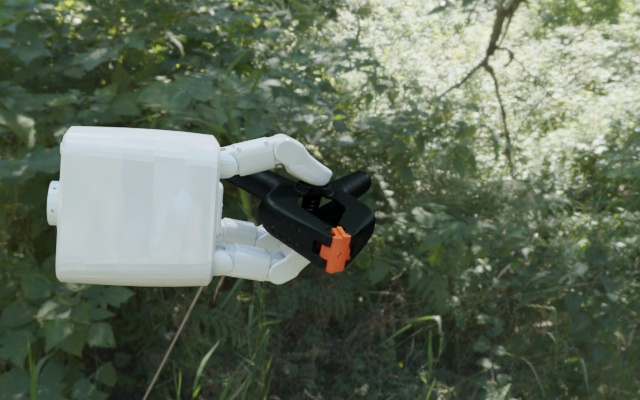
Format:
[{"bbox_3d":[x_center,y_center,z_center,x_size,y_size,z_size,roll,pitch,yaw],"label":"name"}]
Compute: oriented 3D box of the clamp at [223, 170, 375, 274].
[{"bbox_3d":[0.000,0.001,0.418,0.164,0.036,0.210,3,19,-21],"label":"clamp"}]
